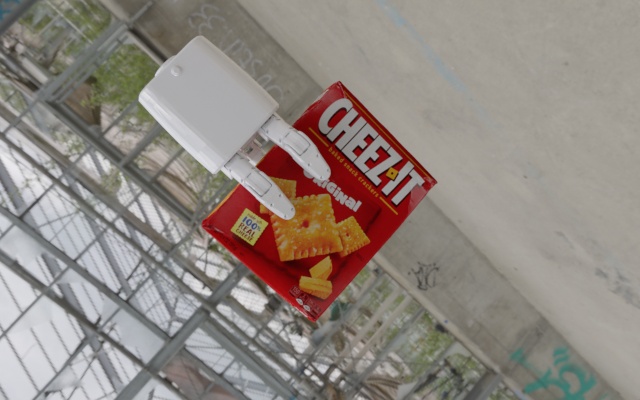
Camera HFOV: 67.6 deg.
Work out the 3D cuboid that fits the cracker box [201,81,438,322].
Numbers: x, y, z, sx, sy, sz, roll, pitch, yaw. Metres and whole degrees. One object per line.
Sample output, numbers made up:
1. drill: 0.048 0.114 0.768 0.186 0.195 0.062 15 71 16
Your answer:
1. cracker box: 0.000 0.002 0.537 0.164 0.213 0.072 43 -6 -11
